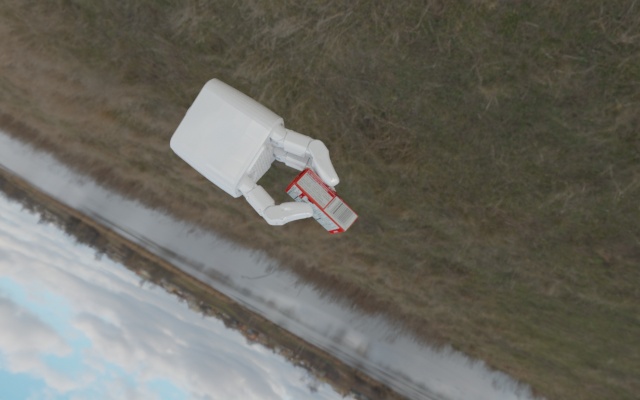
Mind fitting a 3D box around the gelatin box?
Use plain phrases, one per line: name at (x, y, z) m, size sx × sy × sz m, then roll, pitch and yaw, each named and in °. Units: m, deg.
gelatin box at (0.000, 0.003, 0.606) m, size 0.089 × 0.030 × 0.073 m, roll 44°, pitch -13°, yaw -4°
